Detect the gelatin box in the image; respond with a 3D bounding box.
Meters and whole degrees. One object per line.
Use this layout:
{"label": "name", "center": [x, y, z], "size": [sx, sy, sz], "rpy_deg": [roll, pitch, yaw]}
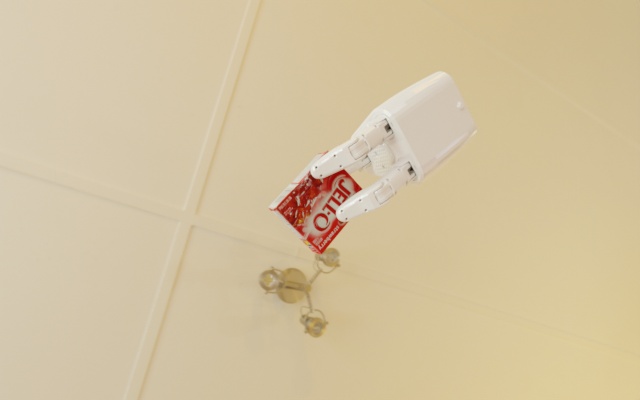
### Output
{"label": "gelatin box", "center": [0.000, 0.002, 0.525], "size": [0.073, 0.089, 0.030], "rpy_deg": [46, -16, -16]}
